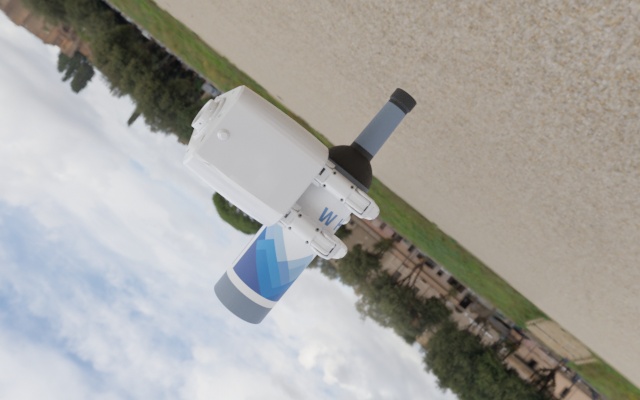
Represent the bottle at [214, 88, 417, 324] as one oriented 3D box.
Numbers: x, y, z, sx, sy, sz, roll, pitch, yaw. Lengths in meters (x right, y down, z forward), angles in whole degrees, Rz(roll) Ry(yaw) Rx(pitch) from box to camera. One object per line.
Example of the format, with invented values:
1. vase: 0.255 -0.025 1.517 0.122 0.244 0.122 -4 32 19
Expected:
1. bottle: 0.000 0.002 0.522 0.069 0.296 0.069 39 5 -4
